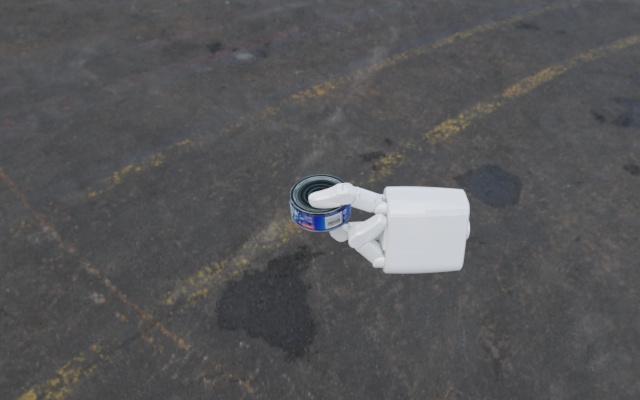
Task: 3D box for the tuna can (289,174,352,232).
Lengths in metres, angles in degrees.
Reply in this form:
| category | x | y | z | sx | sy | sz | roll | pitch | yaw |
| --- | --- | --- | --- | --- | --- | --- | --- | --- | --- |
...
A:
| category | x | y | z | sx | sy | sz | roll | pitch | yaw |
| --- | --- | --- | --- | --- | --- | --- | --- | --- | --- |
| tuna can | 0.000 | 0.002 | 0.657 | 0.086 | 0.034 | 0.086 | -2 | 42 | 2 |
